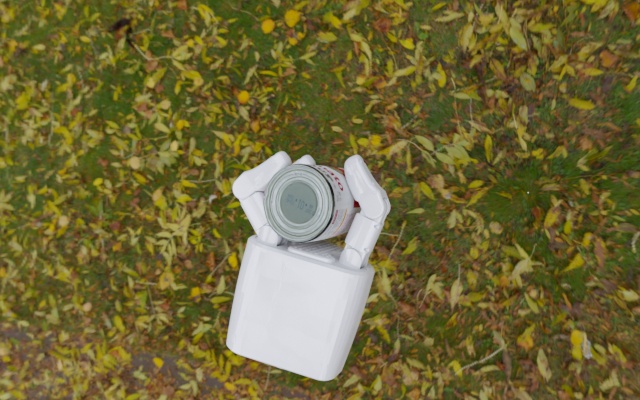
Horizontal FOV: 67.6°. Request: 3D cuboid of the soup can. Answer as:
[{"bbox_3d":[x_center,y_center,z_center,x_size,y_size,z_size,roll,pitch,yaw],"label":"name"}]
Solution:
[{"bbox_3d":[0.000,0.001,0.441,0.068,0.068,0.102,0,1,24],"label":"soup can"}]
